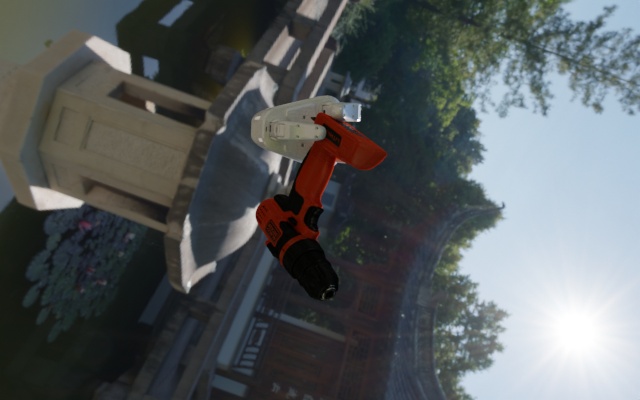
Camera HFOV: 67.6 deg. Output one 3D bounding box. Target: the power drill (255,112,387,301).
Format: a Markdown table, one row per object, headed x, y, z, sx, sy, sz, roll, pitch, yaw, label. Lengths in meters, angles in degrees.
| x | y | z | sx | sy | sz | roll | pitch | yaw | label |
| --- | --- | --- | --- | --- | --- | --- | --- | --- | --- |
| 0.000 | 0.001 | 0.579 | 0.057 | 0.188 | 0.184 | 17 | 20 | -41 | power drill |
